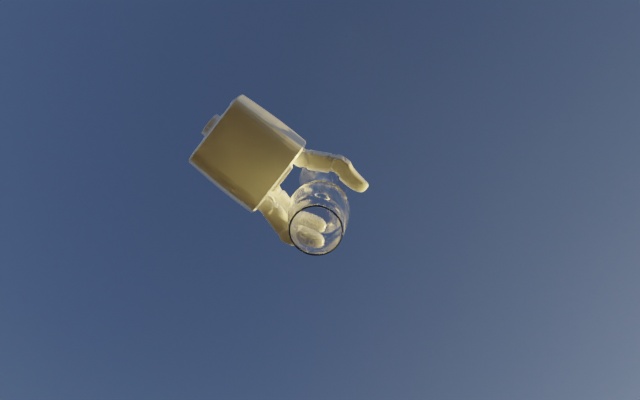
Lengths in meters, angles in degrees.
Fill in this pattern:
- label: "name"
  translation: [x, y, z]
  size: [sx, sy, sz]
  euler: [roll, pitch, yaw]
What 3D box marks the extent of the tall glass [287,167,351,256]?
- label: "tall glass"
  translation: [0.000, 0.002, 0.626]
  size: [0.079, 0.079, 0.201]
  euler: [0, 19, 3]
